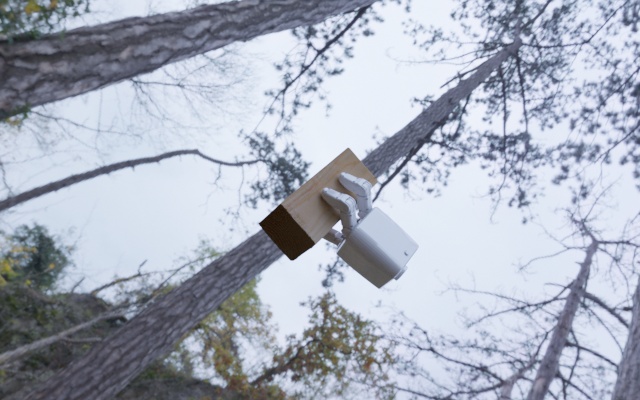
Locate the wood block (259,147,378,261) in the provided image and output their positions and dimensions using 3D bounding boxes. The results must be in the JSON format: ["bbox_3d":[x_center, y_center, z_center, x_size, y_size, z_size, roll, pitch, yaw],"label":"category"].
[{"bbox_3d":[0.000,0.003,0.855,0.206,0.090,0.091,-42,1,-41],"label":"wood block"}]
